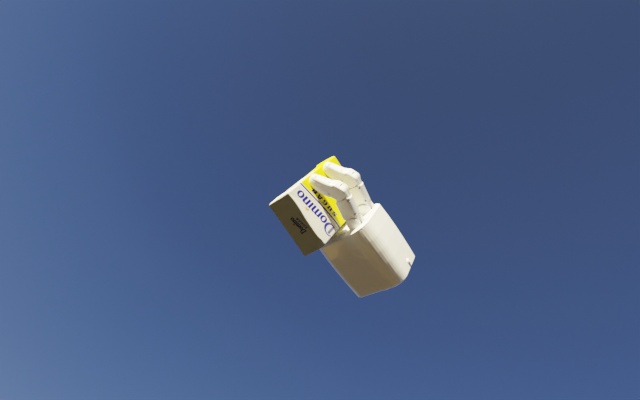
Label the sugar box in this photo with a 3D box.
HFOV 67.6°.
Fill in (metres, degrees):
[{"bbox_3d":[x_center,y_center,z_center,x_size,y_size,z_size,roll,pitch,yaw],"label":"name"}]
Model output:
[{"bbox_3d":[0.001,0.002,0.736,0.048,0.093,0.176,-31,8,29],"label":"sugar box"}]
